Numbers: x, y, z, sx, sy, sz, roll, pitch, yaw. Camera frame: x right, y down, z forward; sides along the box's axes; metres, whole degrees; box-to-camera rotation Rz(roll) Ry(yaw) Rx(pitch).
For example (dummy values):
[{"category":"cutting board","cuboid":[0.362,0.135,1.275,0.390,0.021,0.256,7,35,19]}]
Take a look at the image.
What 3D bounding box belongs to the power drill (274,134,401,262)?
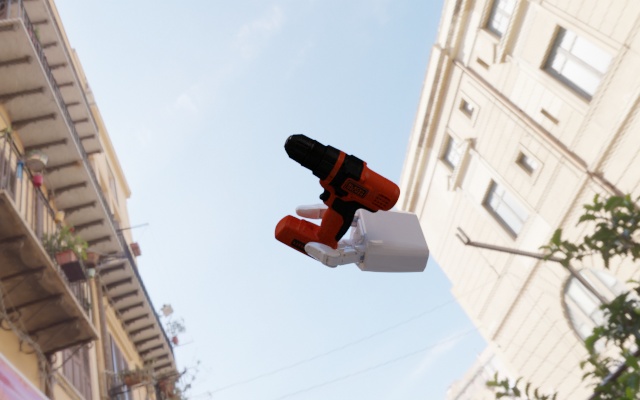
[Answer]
[{"category":"power drill","cuboid":[0.000,0.003,0.727,0.184,0.188,0.057,29,39,-9]}]
